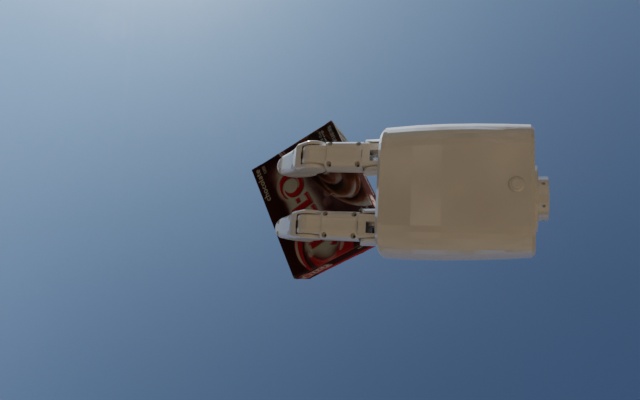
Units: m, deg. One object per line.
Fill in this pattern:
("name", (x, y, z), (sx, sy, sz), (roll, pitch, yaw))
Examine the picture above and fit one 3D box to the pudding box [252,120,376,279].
("pudding box", (0.000, 0.001, 0.423), (0.090, 0.113, 0.039), (-29, -22, 16))
